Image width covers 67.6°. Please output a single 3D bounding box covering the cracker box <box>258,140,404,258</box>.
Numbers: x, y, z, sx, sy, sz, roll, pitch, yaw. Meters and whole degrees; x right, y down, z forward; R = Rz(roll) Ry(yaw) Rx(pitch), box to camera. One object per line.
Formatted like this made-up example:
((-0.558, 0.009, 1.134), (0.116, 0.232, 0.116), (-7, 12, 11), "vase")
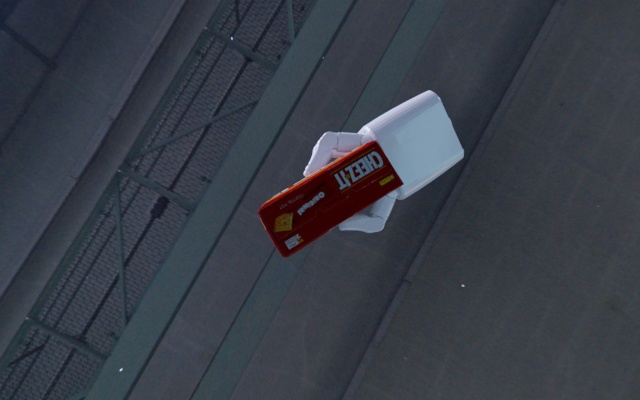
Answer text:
((0.000, 0.002, 0.642), (0.164, 0.072, 0.214), (-32, 0, -7), "cracker box")
